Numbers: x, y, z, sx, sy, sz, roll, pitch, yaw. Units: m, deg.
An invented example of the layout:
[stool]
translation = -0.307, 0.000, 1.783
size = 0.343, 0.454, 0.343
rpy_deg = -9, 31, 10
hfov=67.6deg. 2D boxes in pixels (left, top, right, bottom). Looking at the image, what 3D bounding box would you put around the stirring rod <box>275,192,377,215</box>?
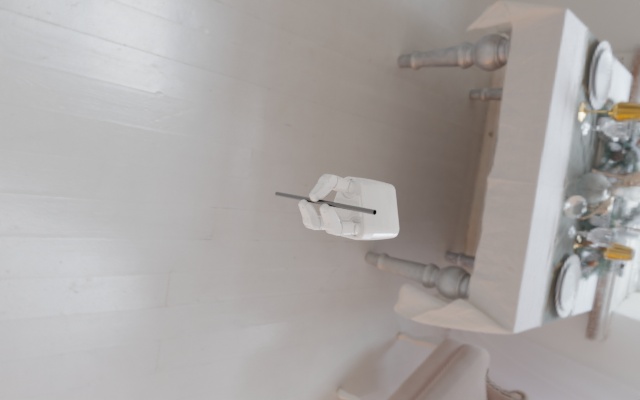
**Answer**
[stirring rod]
translation = 0.000, 0.003, 0.806
size = 0.011, 0.011, 0.239
rpy_deg = 0, 7, -43
